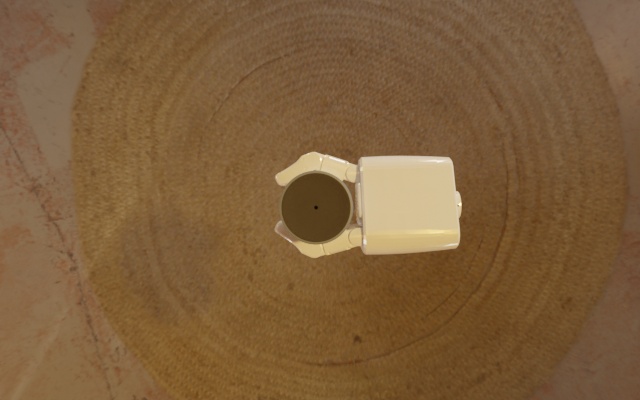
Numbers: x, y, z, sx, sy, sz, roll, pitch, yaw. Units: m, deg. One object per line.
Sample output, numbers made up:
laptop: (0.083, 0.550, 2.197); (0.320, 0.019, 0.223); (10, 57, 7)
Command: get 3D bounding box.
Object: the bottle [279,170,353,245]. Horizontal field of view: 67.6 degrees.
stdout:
bottle: (0.000, 0.002, 0.571); (0.069, 0.069, 0.295); (0, 2, 2)
